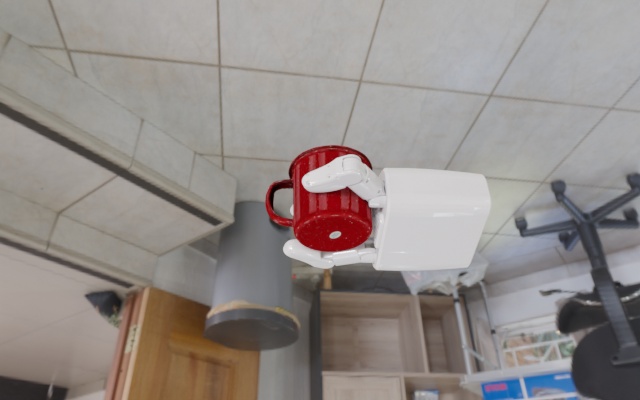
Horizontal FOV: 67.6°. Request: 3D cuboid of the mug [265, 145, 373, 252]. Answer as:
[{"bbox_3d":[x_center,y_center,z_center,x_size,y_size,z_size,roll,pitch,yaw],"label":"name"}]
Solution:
[{"bbox_3d":[-0.001,0.002,0.506,0.117,0.081,0.093,1,-34,-3],"label":"mug"}]
